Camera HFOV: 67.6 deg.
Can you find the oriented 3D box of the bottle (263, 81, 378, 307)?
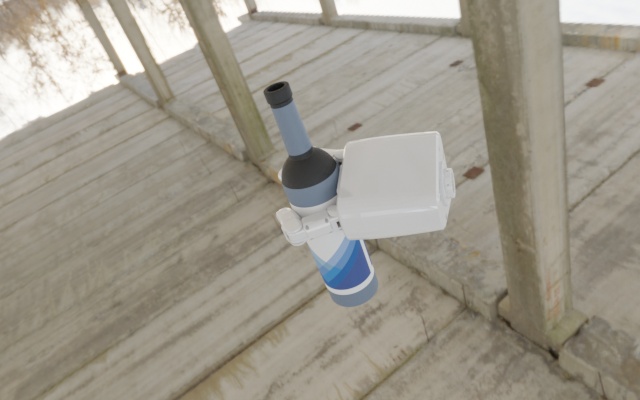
[{"bbox_3d":[0.000,0.002,0.557,0.069,0.296,0.069,-15,34,10],"label":"bottle"}]
